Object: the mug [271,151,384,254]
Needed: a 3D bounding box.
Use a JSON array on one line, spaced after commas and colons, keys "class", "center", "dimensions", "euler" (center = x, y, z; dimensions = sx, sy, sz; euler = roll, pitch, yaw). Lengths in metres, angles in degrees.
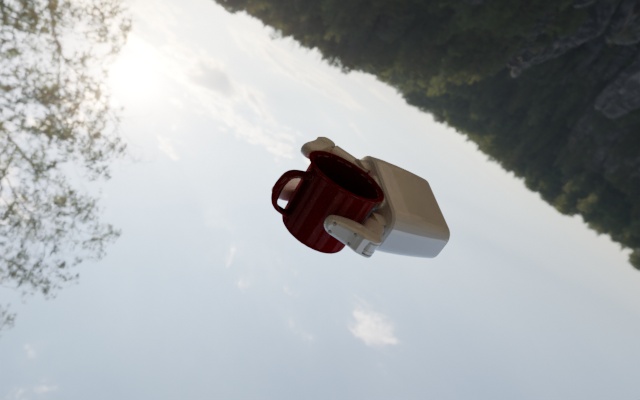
[{"class": "mug", "center": [-0.001, 0.002, 0.520], "dimensions": [0.117, 0.081, 0.093], "euler": [15, 28, -35]}]
